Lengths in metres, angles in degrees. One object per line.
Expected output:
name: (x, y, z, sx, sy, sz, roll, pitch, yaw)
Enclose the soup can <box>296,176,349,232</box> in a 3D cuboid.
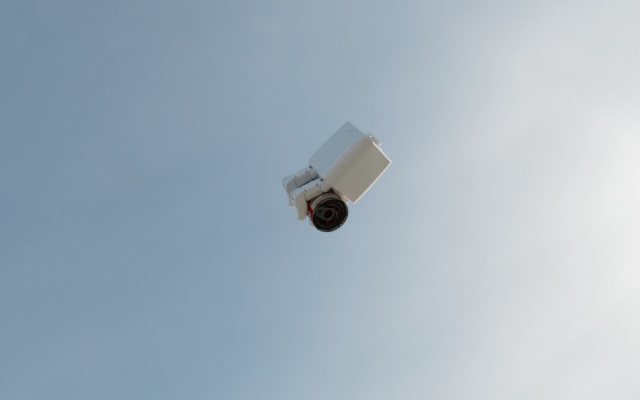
soup can: (0.000, 0.003, 0.869, 0.068, 0.068, 0.102, 0, 28, -23)
